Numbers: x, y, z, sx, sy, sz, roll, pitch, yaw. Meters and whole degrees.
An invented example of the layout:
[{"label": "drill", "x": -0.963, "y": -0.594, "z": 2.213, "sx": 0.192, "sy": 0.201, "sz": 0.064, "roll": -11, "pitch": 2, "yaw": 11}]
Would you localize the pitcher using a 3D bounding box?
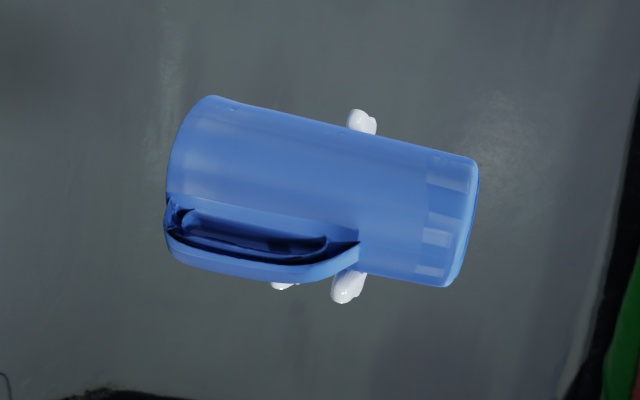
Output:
[{"label": "pitcher", "x": 0.000, "y": 0.001, "z": 0.406, "sx": 0.243, "sy": 0.149, "sz": 0.145, "roll": 13, "pitch": -7, "yaw": 13}]
